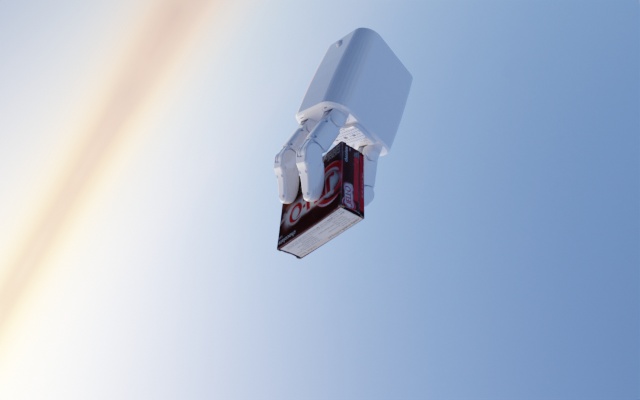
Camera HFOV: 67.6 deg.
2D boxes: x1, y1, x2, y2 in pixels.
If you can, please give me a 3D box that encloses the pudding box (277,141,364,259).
[{"bbox_3d":[0.000,0.002,0.528,0.039,0.090,0.113,27,-44,-26],"label":"pudding box"}]
